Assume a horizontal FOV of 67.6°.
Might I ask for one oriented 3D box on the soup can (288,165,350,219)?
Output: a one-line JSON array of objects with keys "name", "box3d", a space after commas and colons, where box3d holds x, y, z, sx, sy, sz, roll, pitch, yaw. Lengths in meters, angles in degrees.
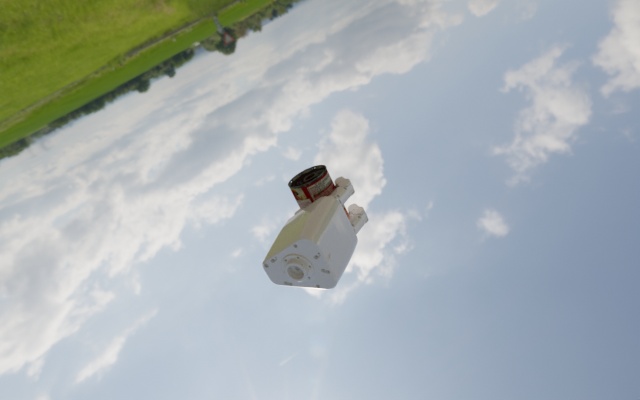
[{"name": "soup can", "box3d": [0.000, 0.003, 0.775, 0.068, 0.102, 0.068, -24, 21, 10]}]
